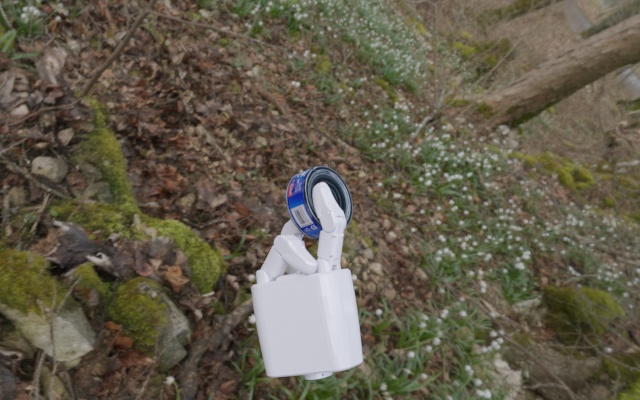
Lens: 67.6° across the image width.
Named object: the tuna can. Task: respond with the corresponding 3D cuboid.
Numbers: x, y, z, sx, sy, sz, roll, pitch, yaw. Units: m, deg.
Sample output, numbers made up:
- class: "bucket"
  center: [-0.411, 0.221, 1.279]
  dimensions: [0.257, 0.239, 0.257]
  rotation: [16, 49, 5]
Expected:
- class: "tuna can"
  center: [0.000, 0.002, 0.582]
  dimensions: [0.034, 0.086, 0.086]
  rotation: [-22, -15, 41]
